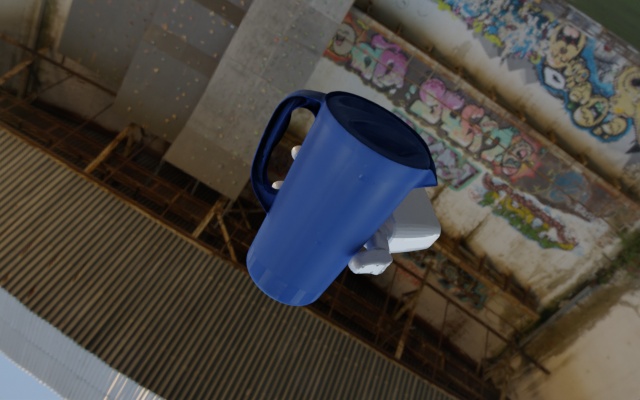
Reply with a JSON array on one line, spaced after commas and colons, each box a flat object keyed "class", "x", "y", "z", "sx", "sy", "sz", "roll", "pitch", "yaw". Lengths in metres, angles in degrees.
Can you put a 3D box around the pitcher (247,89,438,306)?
[{"class": "pitcher", "x": 0.000, "y": 0.002, "z": 0.551, "sx": 0.145, "sy": 0.243, "sz": 0.149, "roll": 3, "pitch": 41, "yaw": -42}]
